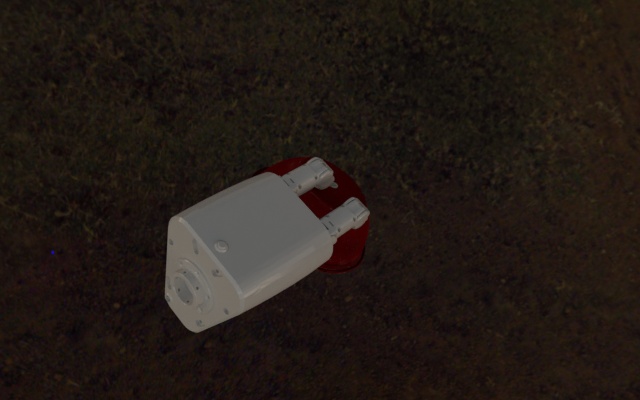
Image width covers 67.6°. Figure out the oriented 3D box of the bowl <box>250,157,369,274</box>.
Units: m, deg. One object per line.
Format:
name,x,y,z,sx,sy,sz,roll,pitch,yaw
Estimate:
bowl,0.001,0.001,0.541,0.162,0.162,0.055,0,-42,-48
